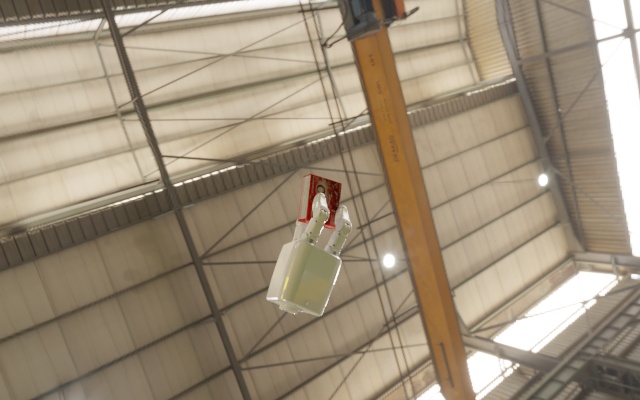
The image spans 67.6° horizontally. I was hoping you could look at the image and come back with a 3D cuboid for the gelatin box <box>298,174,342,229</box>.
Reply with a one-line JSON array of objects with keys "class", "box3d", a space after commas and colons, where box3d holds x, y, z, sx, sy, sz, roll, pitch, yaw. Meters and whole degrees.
[{"class": "gelatin box", "box3d": [0.000, 0.003, 0.883, 0.073, 0.089, 0.030, 16, -17, -34]}]
